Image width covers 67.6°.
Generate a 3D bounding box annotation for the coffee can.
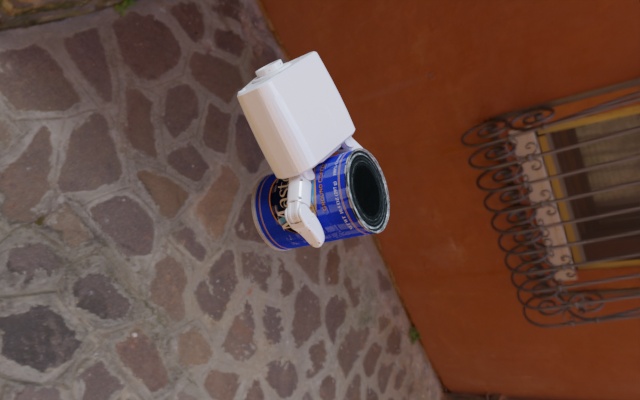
[{"bbox_3d":[0.000,0.002,0.593,0.140,0.103,0.103,-14,-7,32],"label":"coffee can"}]
